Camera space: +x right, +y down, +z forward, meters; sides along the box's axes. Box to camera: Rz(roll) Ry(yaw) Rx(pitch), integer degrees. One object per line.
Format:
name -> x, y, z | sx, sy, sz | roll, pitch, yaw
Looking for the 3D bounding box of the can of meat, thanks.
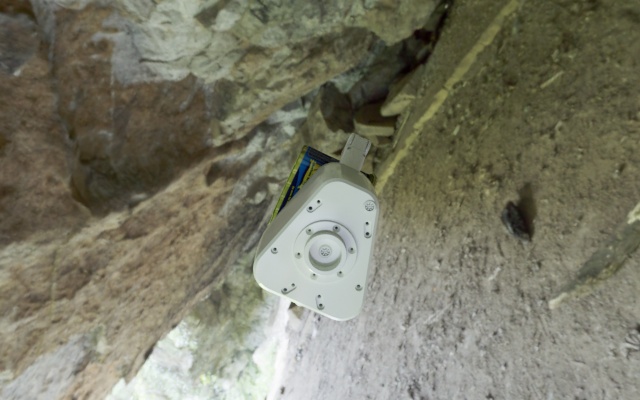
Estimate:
can of meat -> 0.000, 0.001, 0.511 | 0.084, 0.102, 0.057 | 25, 11, -4
